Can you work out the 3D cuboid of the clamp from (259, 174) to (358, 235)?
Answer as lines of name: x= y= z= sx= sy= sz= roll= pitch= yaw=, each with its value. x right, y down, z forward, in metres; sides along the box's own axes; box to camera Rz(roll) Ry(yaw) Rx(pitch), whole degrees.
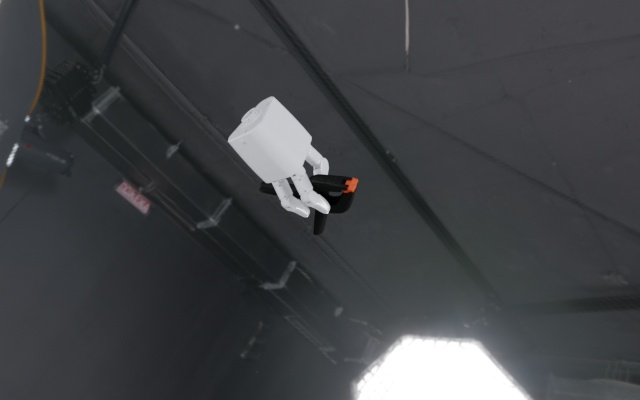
clamp: x=0.001 y=0.002 z=0.900 sx=0.210 sy=0.036 sz=0.165 roll=-13 pitch=-48 yaw=45
